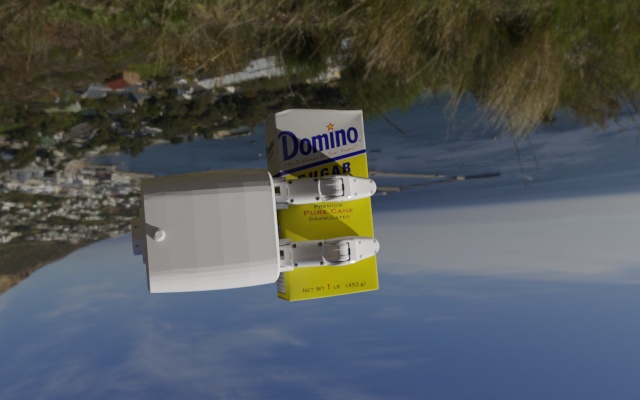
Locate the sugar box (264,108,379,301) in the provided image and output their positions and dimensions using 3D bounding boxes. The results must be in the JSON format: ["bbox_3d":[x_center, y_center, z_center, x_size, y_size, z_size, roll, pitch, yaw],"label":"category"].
[{"bbox_3d":[0.000,0.002,0.459,0.093,0.176,0.048,-4,-2,-20],"label":"sugar box"}]
